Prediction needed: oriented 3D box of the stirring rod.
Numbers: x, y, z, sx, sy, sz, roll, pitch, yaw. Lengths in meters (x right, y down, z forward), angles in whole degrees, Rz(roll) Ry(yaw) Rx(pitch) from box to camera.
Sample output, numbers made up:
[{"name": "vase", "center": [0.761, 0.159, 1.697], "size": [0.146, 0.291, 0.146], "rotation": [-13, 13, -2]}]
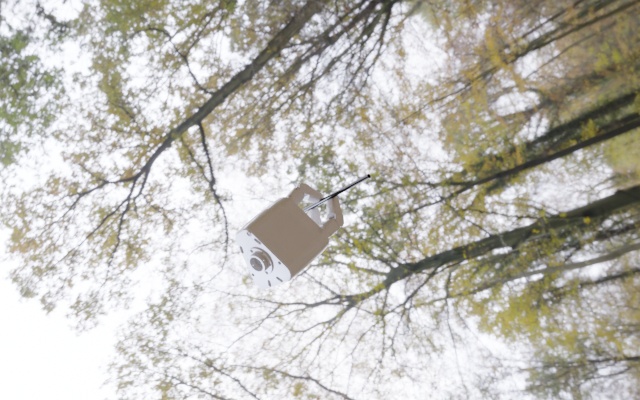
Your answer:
[{"name": "stirring rod", "center": [0.000, 0.003, 0.852], "size": [0.011, 0.011, 0.239], "rotation": [0, -21, -44]}]
